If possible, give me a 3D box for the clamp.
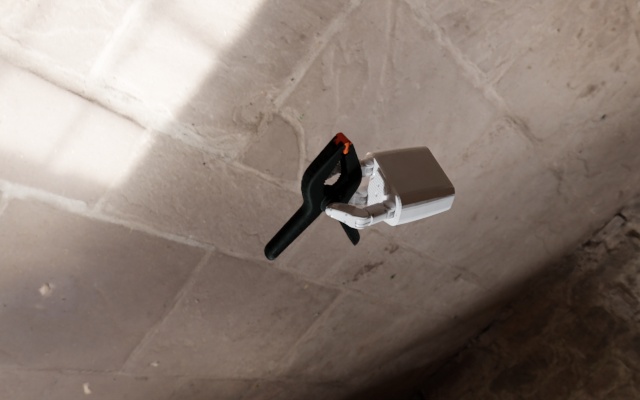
[{"bbox_3d":[0.001,0.002,0.688,0.164,0.210,0.036,-13,43,-26],"label":"clamp"}]
